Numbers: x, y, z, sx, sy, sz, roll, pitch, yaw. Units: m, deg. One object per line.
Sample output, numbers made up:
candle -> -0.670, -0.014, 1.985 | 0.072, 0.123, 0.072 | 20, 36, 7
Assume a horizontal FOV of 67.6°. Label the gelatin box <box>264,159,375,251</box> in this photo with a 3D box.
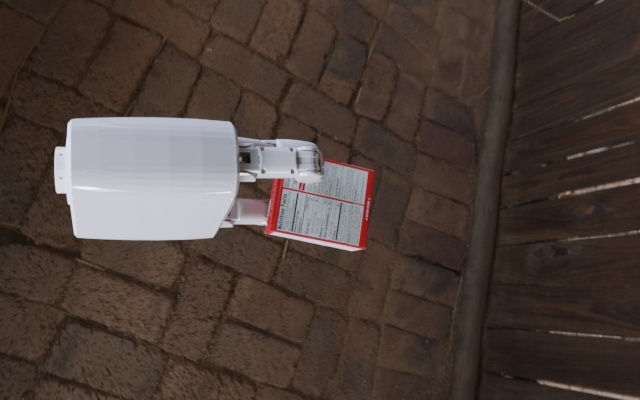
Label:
gelatin box -> 0.001, 0.001, 0.424 | 0.089, 0.073, 0.030 | 12, -13, -18
